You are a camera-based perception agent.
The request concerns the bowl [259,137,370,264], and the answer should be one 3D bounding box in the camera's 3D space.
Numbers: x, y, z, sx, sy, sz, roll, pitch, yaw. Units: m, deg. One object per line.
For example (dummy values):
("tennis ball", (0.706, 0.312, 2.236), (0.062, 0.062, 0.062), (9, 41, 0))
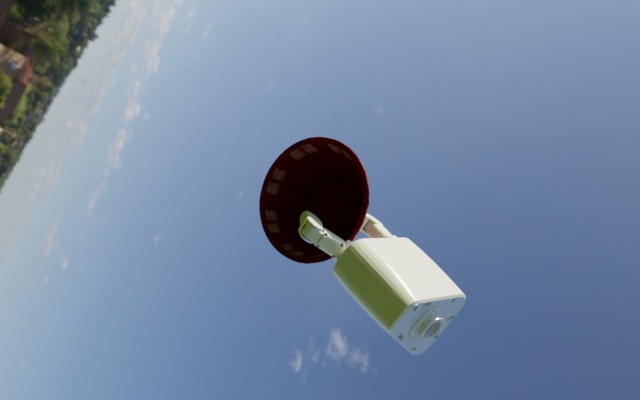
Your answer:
("bowl", (0.000, 0.001, 0.623), (0.162, 0.162, 0.055), (0, -9, 30))
